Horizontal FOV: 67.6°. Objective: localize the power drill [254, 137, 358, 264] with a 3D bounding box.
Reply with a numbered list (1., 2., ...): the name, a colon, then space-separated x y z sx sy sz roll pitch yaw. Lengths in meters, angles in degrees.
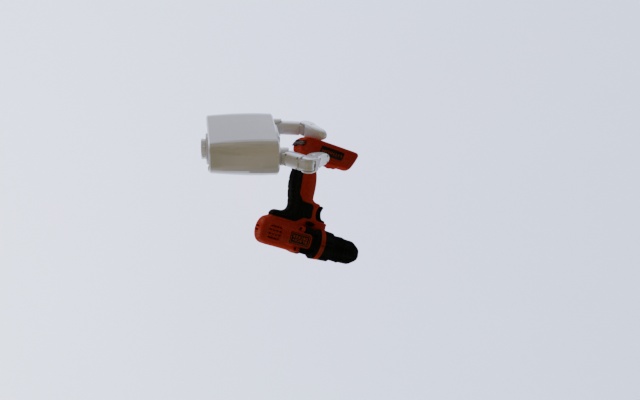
1. power drill: 0.000 0.002 0.780 0.184 0.187 0.057 18 -5 -25
